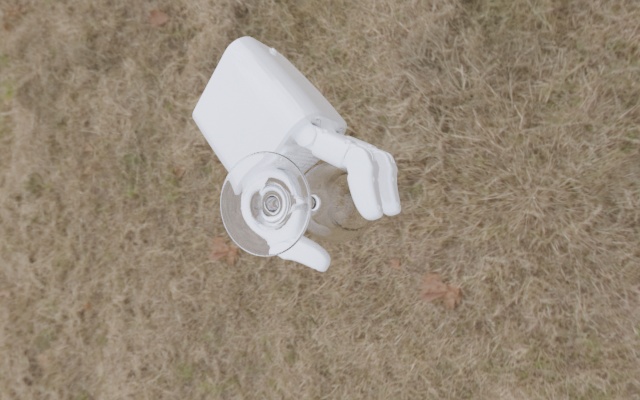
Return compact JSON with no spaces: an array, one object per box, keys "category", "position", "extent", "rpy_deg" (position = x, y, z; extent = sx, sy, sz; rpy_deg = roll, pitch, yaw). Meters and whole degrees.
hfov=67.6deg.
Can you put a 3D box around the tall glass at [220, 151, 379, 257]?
[{"category":"tall glass","position":[0.000,0.002,0.425],"extent":[0.079,0.079,0.201],"rpy_deg":[0,0,24]}]
